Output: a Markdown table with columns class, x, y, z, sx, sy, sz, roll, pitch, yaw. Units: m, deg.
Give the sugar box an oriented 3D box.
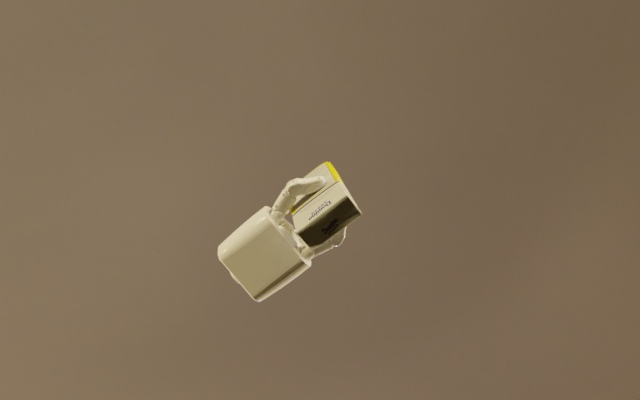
| class | x | y | z | sx | sy | sz | roll | pitch | yaw |
| --- | --- | --- | --- | --- | --- | --- | --- | --- | --- |
| sugar box | 0.000 | 0.003 | 0.752 | 0.093 | 0.048 | 0.176 | -37 | 24 | 7 |
